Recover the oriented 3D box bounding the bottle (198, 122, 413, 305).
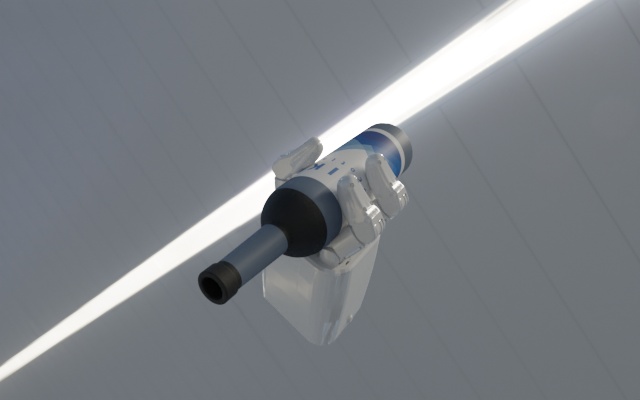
[{"bbox_3d":[0.000,0.001,0.442,0.069,0.069,0.295,0,24,34],"label":"bottle"}]
